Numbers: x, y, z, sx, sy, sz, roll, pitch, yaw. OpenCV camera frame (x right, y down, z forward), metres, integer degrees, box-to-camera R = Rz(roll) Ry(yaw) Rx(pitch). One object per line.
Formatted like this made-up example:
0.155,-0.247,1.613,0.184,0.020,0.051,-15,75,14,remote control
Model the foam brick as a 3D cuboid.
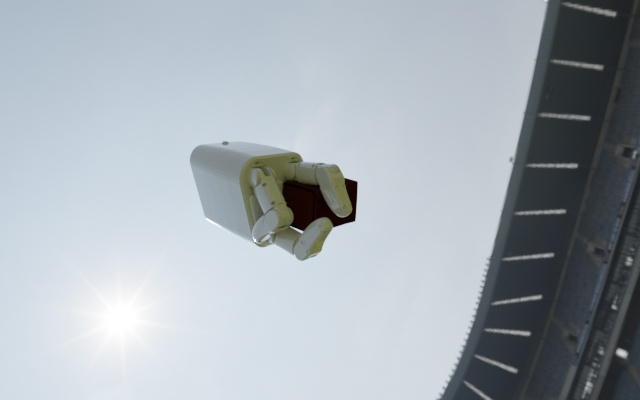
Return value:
0.000,0.002,0.563,0.051,0.053,0.078,17,21,39,foam brick
